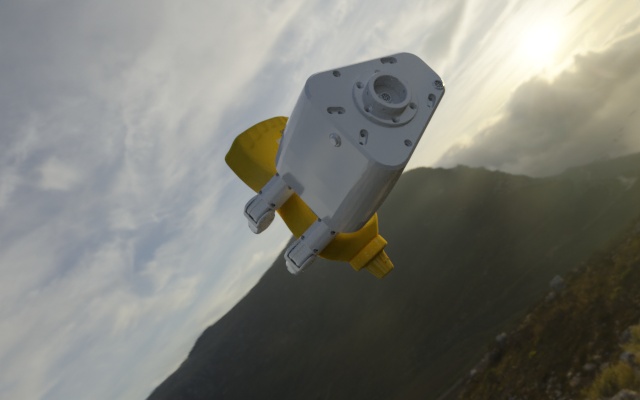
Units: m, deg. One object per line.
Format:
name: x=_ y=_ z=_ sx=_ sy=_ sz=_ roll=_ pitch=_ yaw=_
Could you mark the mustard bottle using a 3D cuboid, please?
mustard bottle: x=0.000 y=0.002 z=0.476 sx=0.096 sy=0.191 sz=0.058 roll=-32 pitch=-15 yaw=-52
